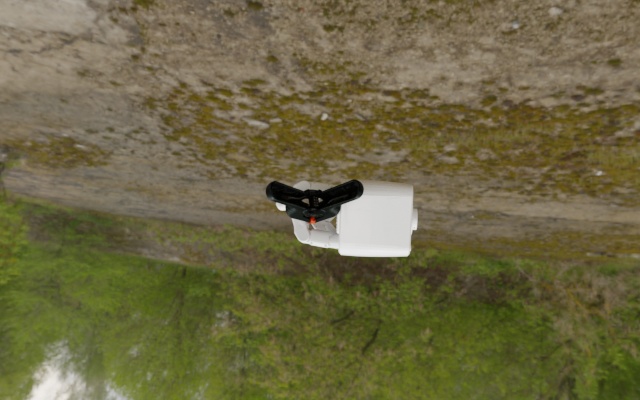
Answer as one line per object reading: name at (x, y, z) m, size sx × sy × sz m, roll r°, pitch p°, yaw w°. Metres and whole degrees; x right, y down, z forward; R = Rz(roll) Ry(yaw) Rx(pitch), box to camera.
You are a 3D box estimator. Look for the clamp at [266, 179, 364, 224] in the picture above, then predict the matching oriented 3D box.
clamp at (0.000, 0.003, 0.654) m, size 0.120 × 0.039 × 0.171 m, roll 2°, pitch -10°, yaw 7°
